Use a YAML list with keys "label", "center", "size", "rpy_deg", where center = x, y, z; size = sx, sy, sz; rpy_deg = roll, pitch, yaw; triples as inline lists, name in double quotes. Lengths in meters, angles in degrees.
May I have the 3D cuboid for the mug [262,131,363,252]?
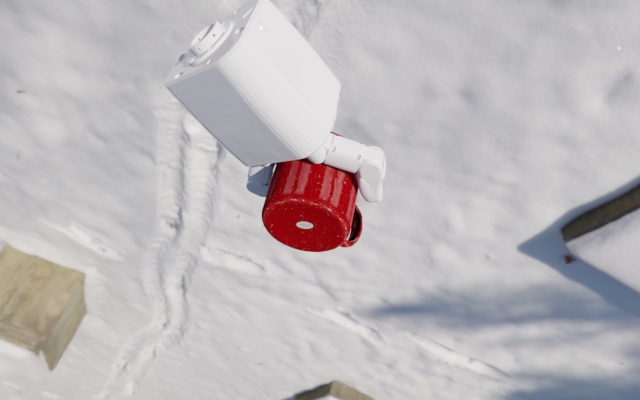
- label: "mug"
  center: [0.001, 0.003, 0.455]
  size: [0.093, 0.081, 0.117]
  rpy_deg: [-20, -49, 34]
